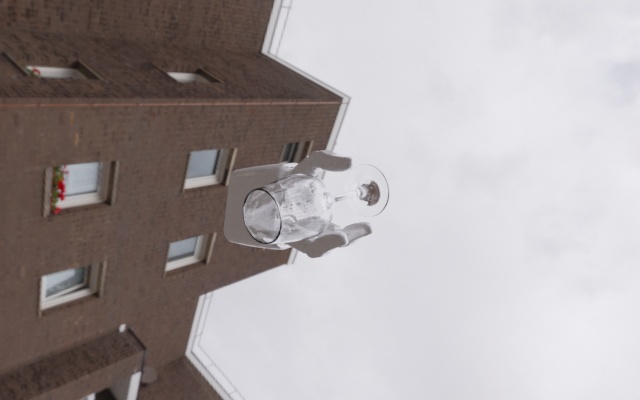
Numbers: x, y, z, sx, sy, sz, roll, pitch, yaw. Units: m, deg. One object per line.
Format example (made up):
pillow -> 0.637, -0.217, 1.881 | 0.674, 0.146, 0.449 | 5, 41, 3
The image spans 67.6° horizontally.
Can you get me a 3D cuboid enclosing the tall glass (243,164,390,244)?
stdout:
tall glass -> 0.001, 0.002, 0.589 | 0.079, 0.079, 0.201 | 0, 9, 40
